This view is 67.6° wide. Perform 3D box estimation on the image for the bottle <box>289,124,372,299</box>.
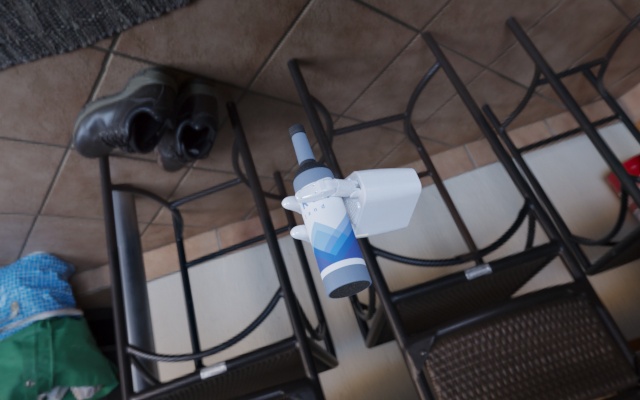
[{"bbox_3d":[0.000,0.003,0.744,0.069,0.295,0.069,-15,-27,-8],"label":"bottle"}]
